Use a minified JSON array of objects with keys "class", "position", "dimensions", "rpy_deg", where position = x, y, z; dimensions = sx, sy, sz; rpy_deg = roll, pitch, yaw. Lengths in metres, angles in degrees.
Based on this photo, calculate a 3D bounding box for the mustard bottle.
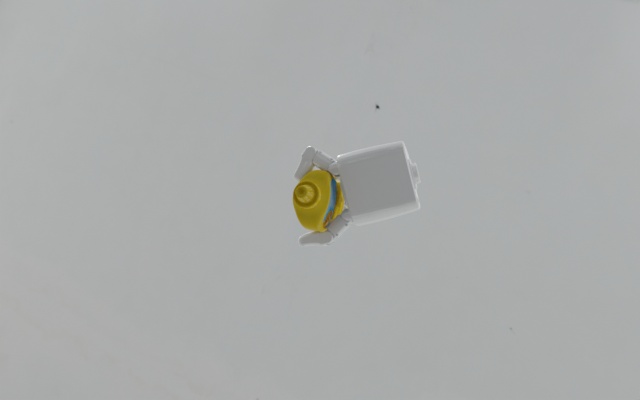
[{"class":"mustard bottle","position":[0.000,0.003,0.767],"dimensions":[0.058,0.096,0.192],"rpy_deg":[11,-5,17]}]
